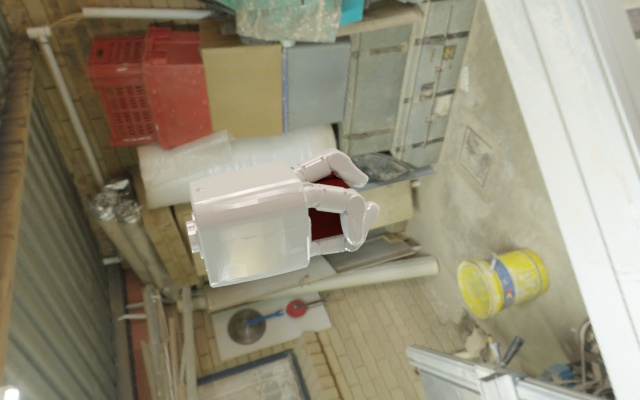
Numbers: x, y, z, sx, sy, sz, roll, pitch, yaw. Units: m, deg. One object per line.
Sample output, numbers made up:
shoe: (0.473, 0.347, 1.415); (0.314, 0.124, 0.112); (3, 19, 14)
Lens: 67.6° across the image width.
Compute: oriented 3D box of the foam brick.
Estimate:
foam brick: (0.000, 0.002, 0.538); (0.051, 0.053, 0.078); (-11, 24, -14)
